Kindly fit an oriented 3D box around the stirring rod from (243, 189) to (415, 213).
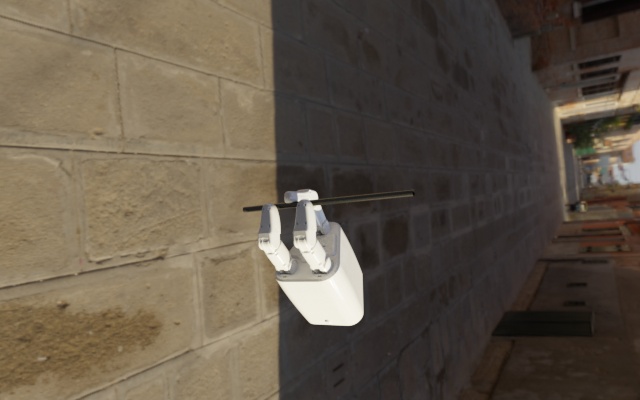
[{"bbox_3d":[0.000,0.002,0.593,0.239,0.011,0.011,-6,-3,30],"label":"stirring rod"}]
